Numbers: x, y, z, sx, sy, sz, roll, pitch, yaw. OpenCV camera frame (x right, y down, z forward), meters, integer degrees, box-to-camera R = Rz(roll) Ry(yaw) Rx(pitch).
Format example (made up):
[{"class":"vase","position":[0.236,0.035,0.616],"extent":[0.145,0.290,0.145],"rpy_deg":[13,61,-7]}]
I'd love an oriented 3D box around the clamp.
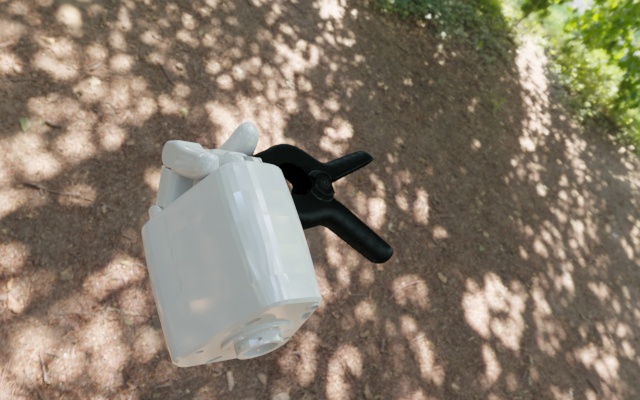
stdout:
[{"class":"clamp","position":[0.000,0.001,0.431],"extent":[0.171,0.120,0.039],"rpy_deg":[2,-32,-39]}]
